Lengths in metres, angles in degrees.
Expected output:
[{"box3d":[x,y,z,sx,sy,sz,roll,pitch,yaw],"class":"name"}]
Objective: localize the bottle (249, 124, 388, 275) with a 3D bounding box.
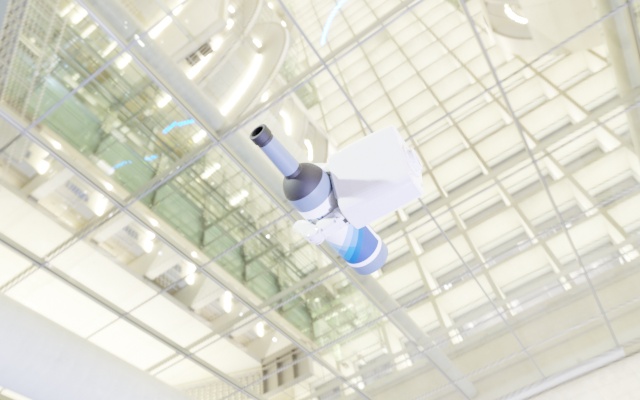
[{"box3d":[0.000,0.002,0.695,0.069,0.069,0.296,0,-38,45],"class":"bottle"}]
